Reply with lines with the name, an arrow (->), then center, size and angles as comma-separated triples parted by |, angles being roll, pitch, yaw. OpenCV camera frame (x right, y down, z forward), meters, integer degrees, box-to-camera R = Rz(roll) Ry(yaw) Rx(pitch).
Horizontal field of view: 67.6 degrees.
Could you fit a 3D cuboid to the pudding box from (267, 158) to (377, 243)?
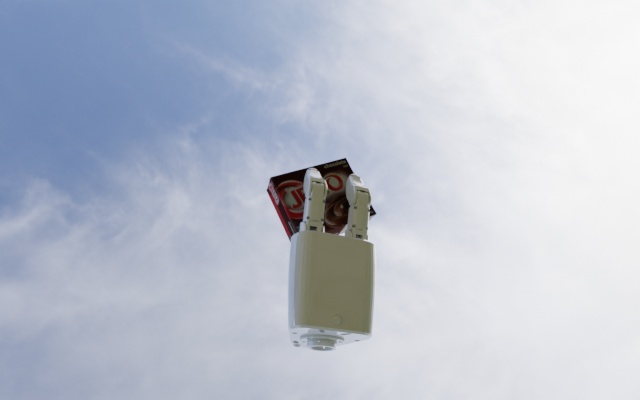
pudding box -> 0.000, 0.002, 0.604 | 0.113, 0.090, 0.039 | -16, -22, -27
